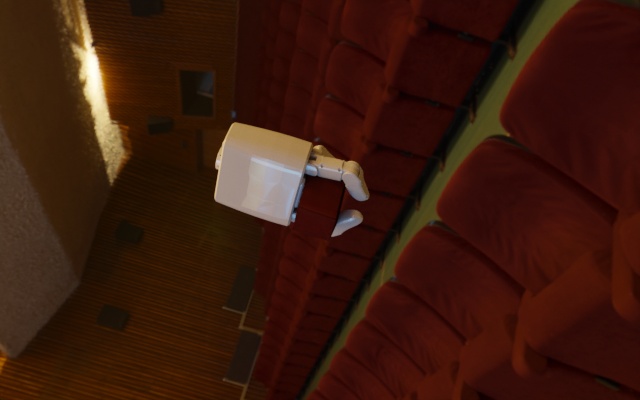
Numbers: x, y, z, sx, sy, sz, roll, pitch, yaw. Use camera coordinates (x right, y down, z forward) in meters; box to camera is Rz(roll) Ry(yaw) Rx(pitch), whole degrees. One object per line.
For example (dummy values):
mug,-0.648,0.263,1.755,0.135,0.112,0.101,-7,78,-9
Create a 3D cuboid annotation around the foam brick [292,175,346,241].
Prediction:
foam brick,0.000,0.002,0.612,0.051,0.078,0.053,17,-39,-2
